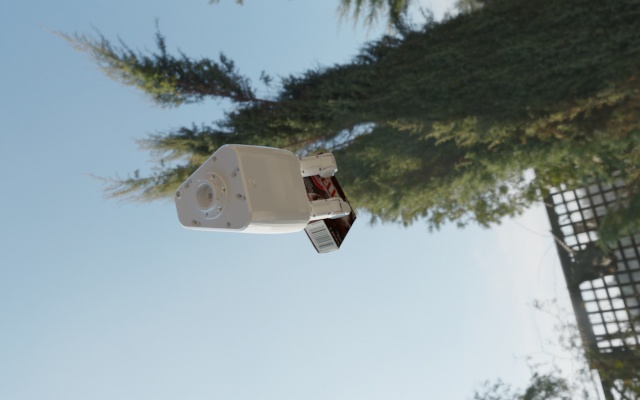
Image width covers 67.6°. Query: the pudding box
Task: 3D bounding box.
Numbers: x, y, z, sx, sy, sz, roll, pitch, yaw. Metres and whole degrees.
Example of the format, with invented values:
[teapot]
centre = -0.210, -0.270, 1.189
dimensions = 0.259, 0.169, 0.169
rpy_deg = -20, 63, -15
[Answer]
[pudding box]
centre = 0.000, 0.002, 0.649
dimensions = 0.039, 0.113, 0.090
rpy_deg = -18, 18, 29
